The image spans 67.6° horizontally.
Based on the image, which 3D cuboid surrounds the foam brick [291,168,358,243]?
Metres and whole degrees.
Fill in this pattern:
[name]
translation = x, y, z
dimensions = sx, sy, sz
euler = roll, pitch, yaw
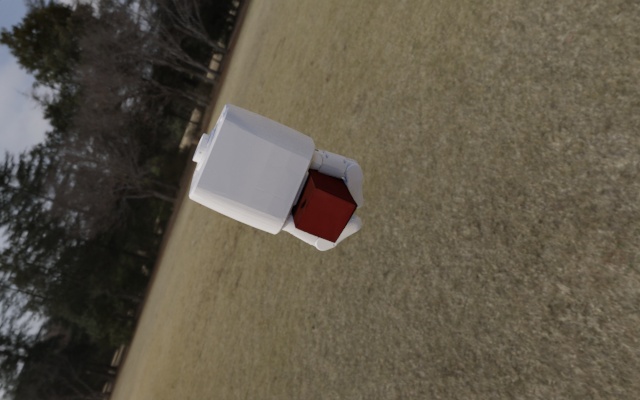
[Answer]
[foam brick]
translation = 0.000, 0.002, 0.537
dimensions = 0.051, 0.053, 0.078
euler = 23, 18, -19
